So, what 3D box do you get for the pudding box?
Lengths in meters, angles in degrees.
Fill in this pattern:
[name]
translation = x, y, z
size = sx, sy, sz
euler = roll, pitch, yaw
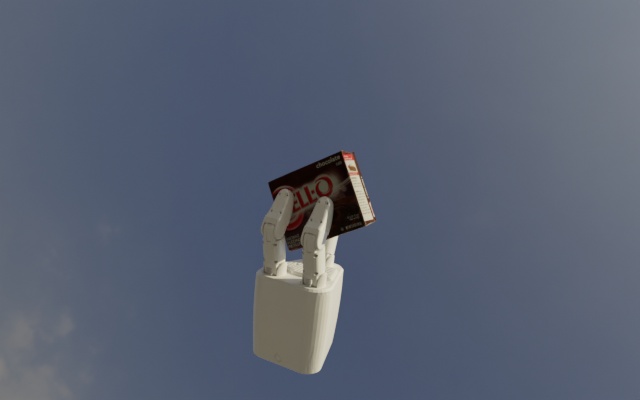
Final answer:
[pudding box]
translation = 0.000, 0.002, 0.568
size = 0.113, 0.090, 0.039
euler = -21, -6, 28
